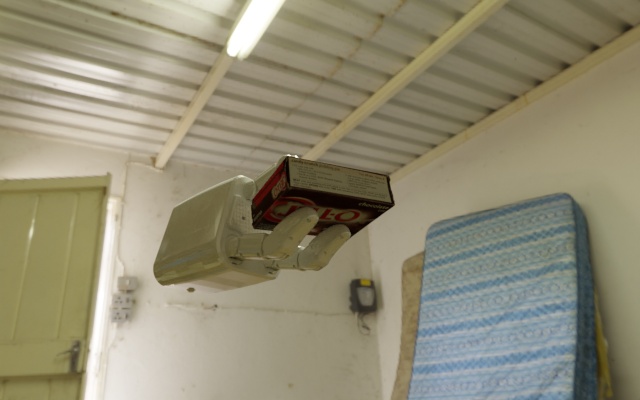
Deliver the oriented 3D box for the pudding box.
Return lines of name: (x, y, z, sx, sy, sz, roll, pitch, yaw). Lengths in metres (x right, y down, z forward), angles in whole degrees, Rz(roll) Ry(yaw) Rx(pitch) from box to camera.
pudding box: (0.000, 0.001, 0.464, 0.113, 0.039, 0.090, 7, -27, -27)
